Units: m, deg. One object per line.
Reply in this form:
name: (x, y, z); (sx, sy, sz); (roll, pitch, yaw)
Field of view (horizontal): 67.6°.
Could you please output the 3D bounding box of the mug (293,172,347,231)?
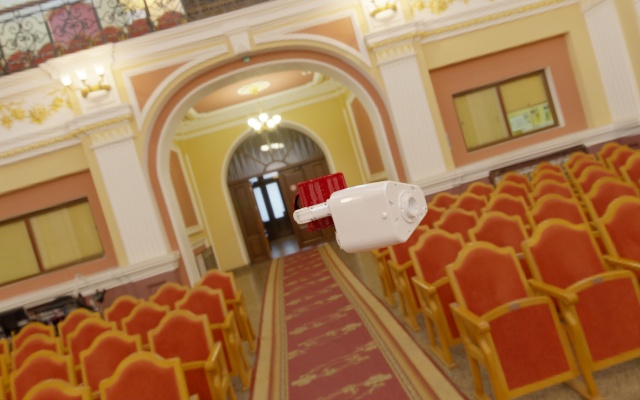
mug: (-0.001, 0.003, 0.813); (0.117, 0.081, 0.093); (-14, 3, 39)
